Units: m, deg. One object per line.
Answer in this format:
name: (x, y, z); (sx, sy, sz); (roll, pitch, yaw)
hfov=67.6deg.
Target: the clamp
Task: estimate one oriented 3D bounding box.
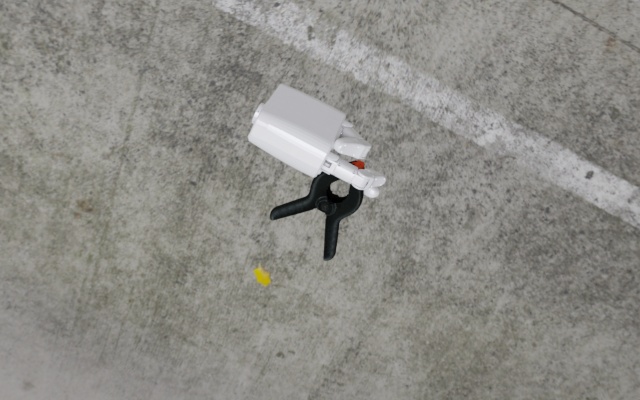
clamp: (0.000, 0.003, 0.713); (0.120, 0.171, 0.039); (27, 27, -4)
